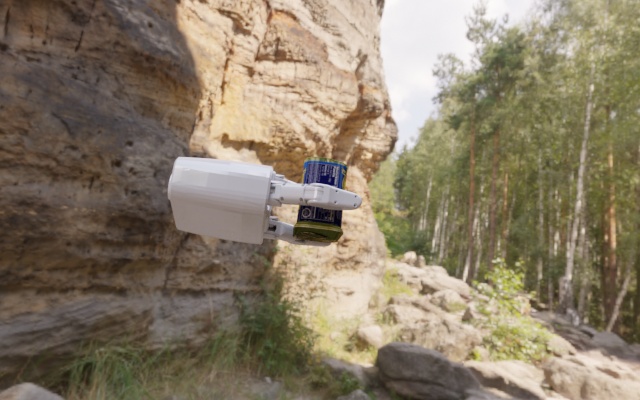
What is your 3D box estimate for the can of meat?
[{"bbox_3d":[0.000,0.002,0.580,0.057,0.084,0.102,7,-13,-2],"label":"can of meat"}]
